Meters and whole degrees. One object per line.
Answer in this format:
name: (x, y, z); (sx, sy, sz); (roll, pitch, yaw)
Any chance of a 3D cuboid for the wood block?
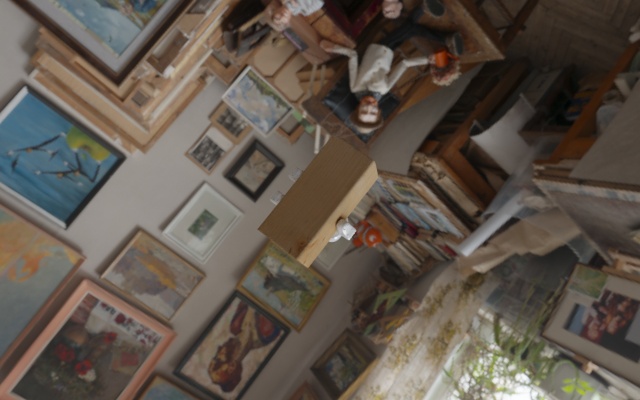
wood block: (0.000, 0.003, 0.822); (0.091, 0.206, 0.090); (36, -7, 18)
